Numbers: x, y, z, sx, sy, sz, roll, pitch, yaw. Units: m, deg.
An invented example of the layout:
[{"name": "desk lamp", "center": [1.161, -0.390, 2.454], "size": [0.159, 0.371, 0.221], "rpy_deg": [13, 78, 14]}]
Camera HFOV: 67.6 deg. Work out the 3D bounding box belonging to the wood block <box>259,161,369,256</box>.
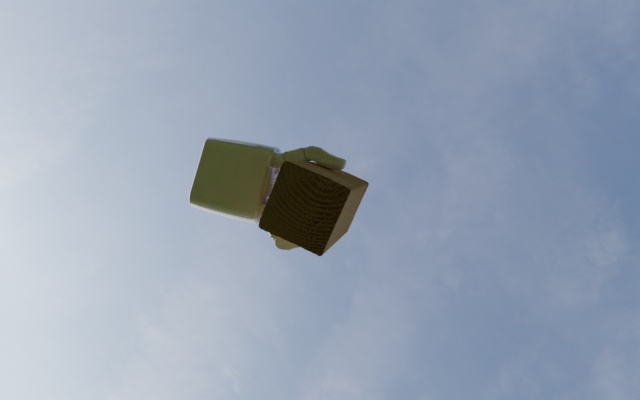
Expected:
[{"name": "wood block", "center": [0.000, 0.002, 0.663], "size": [0.090, 0.091, 0.206], "rpy_deg": [24, 9, 9]}]
